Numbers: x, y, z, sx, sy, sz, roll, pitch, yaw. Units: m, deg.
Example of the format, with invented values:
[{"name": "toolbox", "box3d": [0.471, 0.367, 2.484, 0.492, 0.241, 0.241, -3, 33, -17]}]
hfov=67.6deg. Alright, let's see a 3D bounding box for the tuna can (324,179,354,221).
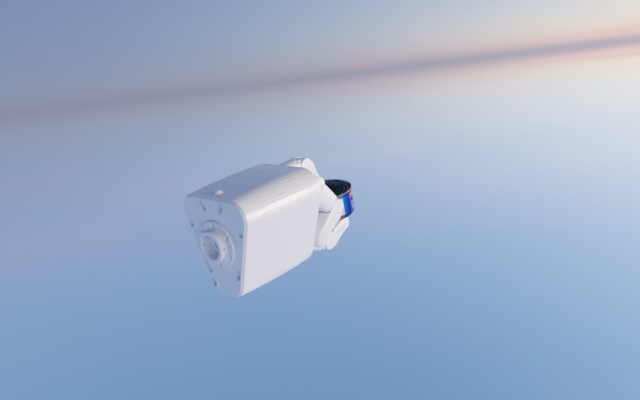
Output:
[{"name": "tuna can", "box3d": [0.000, 0.003, 0.616, 0.086, 0.034, 0.086, -10, 19, 3]}]
